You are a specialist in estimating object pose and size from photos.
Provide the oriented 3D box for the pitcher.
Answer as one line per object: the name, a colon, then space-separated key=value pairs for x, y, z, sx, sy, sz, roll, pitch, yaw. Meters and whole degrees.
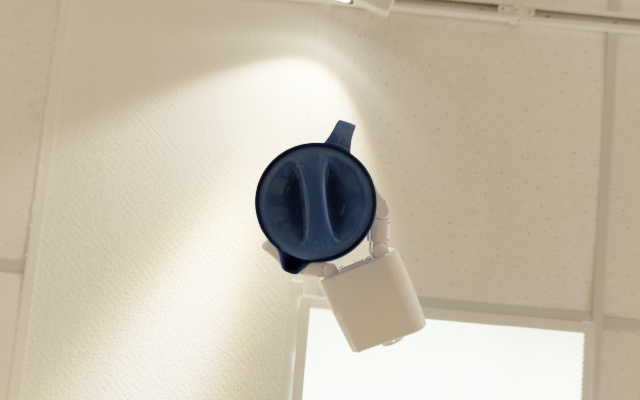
pitcher: x=0.000 y=0.002 z=0.632 sx=0.149 sy=0.145 sz=0.243 roll=-26 pitch=-4 yaw=-2
